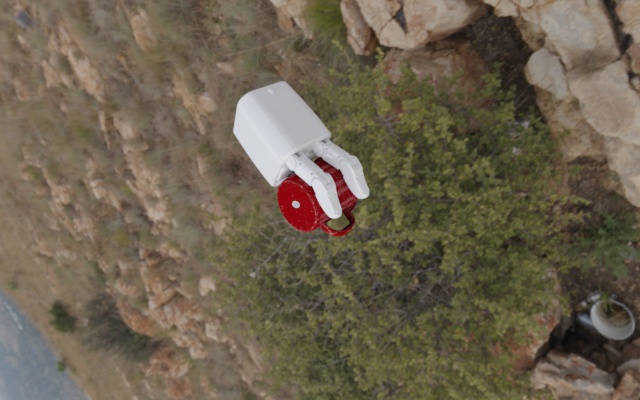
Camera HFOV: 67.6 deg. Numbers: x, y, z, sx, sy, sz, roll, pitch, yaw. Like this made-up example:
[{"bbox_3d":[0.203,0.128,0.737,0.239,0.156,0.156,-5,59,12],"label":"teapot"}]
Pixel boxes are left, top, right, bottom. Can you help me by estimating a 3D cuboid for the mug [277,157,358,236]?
[{"bbox_3d":[0.001,0.003,0.677,0.081,0.117,0.093,-31,-12,-39],"label":"mug"}]
